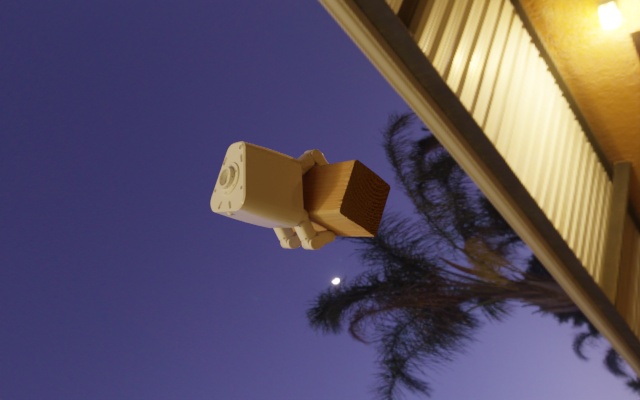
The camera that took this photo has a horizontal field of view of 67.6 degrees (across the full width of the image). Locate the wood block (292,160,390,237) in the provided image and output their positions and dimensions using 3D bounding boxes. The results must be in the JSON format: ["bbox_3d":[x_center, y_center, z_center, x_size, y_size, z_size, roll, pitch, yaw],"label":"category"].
[{"bbox_3d":[0.000,0.002,0.786,0.090,0.090,0.206,34,-24,-36],"label":"wood block"}]
